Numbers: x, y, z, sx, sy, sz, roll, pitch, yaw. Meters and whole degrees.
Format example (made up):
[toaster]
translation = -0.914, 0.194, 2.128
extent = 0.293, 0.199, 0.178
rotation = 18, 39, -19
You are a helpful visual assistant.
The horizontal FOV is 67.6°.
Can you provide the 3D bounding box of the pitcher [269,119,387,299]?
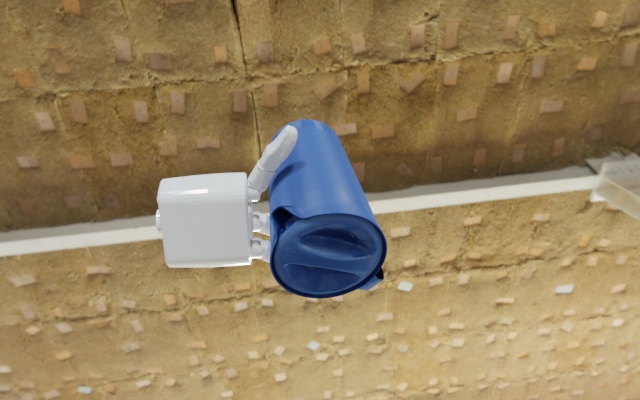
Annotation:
[pitcher]
translation = 0.000, 0.002, 0.626
extent = 0.145, 0.149, 0.242
rotation = -4, 38, -7
